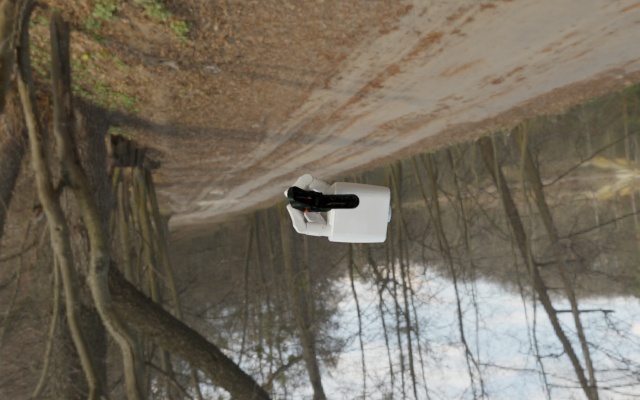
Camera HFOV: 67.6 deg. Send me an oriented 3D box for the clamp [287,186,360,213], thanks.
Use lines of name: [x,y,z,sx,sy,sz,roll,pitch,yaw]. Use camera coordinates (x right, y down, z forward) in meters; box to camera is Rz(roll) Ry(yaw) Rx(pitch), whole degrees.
clamp: [0.000,0.003,0.840,0.120,0.039,0.171,12,-5,-3]
